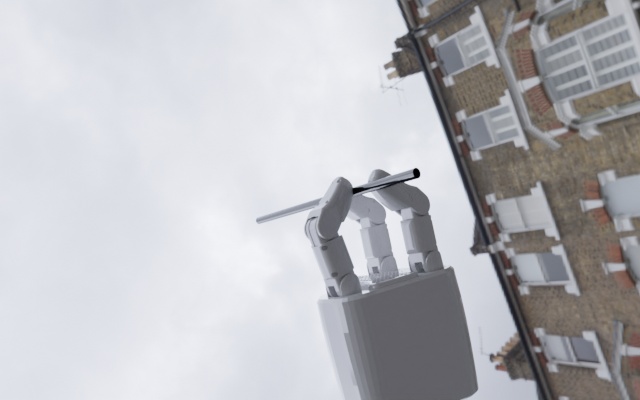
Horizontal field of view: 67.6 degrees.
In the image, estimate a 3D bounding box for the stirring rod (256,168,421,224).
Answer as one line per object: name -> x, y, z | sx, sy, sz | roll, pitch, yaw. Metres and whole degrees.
stirring rod -> 0.000, 0.001, 0.438 | 0.011, 0.011, 0.239 | 0, -10, -36
